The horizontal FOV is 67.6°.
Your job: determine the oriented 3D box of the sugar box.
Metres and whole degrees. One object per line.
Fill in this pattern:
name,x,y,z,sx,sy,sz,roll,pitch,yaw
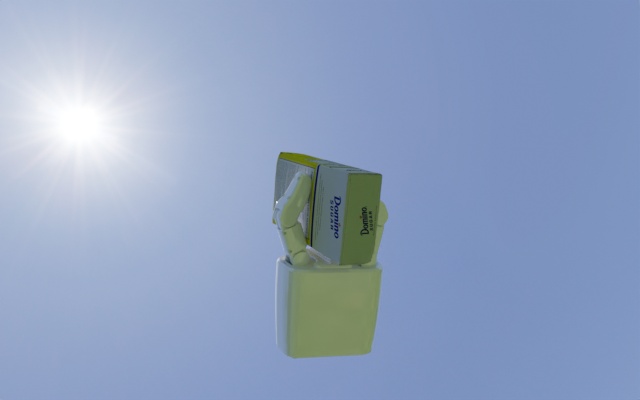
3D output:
sugar box,0.001,0.002,0.532,0.048,0.093,0.176,-1,12,-30
